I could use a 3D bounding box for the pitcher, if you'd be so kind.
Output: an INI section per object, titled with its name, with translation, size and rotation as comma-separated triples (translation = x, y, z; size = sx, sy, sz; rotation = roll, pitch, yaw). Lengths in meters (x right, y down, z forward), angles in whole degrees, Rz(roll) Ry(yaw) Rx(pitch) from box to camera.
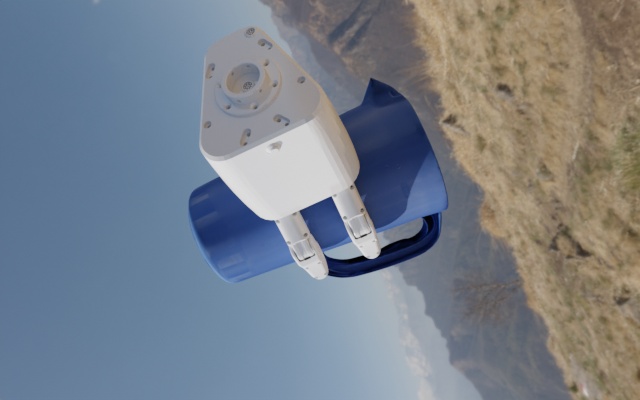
[pitcher]
translation = 0.000, 0.001, 0.491
size = 0.243, 0.149, 0.145
rotation = -23, -27, 6
